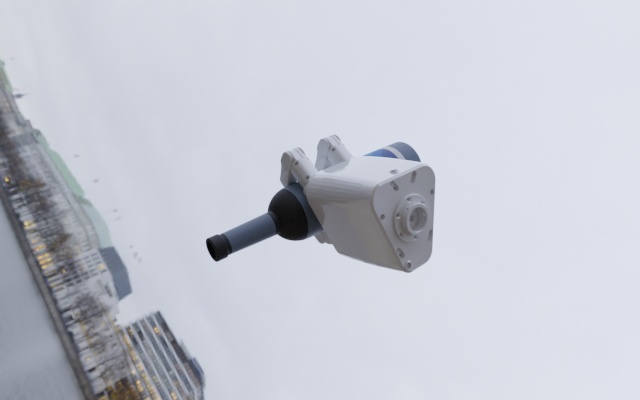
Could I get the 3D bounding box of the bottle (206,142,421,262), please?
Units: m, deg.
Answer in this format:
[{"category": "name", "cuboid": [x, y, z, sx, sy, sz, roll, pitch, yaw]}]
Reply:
[{"category": "bottle", "cuboid": [0.000, 0.002, 0.580, 0.295, 0.069, 0.069, -24, 13, -31]}]
